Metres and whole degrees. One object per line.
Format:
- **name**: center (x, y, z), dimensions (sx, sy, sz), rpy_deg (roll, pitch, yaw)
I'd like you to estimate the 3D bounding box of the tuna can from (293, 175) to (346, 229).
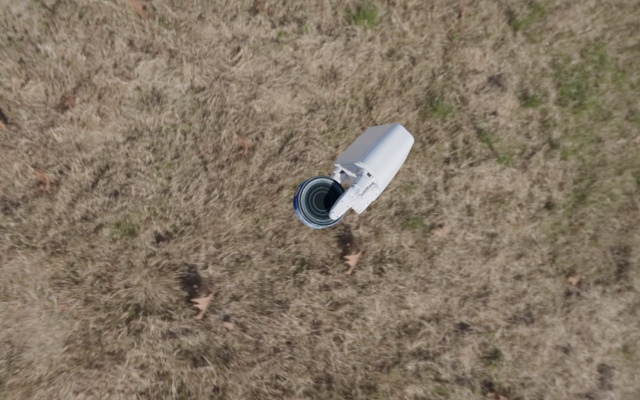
- **tuna can**: center (0.000, 0.003, 0.781), dimensions (0.086, 0.086, 0.034), rpy_deg (0, -5, -16)
